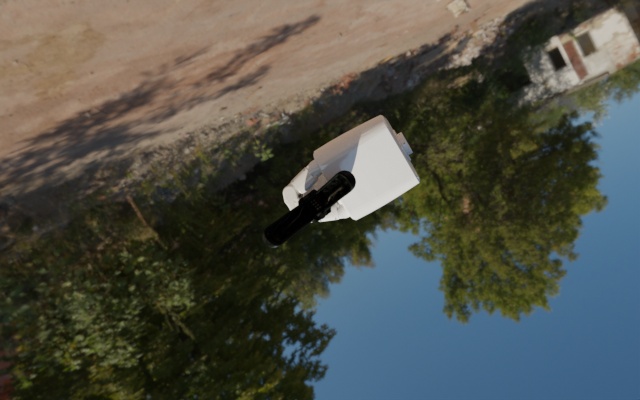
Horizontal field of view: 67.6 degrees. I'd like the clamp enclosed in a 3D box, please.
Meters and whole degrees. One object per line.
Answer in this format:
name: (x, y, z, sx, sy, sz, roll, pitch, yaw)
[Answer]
clamp: (0.000, 0.002, 0.580, 0.120, 0.039, 0.171, -32, 2, 13)
